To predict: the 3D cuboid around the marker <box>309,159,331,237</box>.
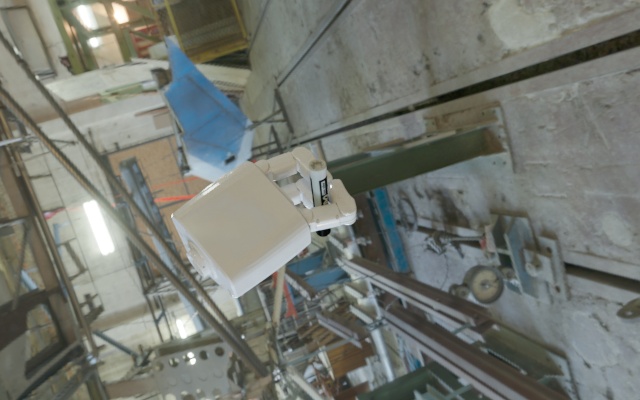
[{"bbox_3d":[0.000,0.002,0.546,0.020,0.020,0.121,0,-40,4],"label":"marker"}]
